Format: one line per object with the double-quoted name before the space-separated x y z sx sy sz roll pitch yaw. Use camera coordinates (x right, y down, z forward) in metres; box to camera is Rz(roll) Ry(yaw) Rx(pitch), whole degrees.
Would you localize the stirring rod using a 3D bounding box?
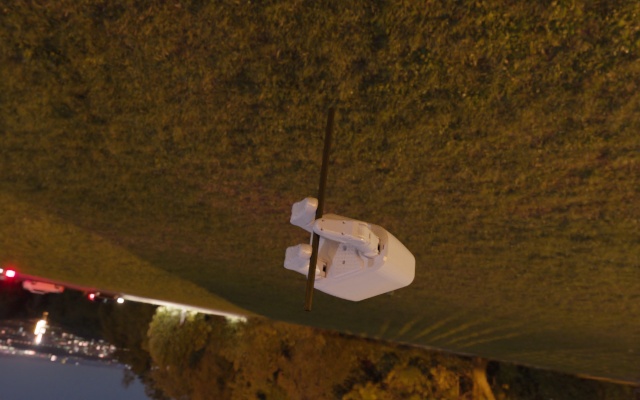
"stirring rod" 0.000 0.002 0.534 0.011 0.239 0.011 6 -21 2
